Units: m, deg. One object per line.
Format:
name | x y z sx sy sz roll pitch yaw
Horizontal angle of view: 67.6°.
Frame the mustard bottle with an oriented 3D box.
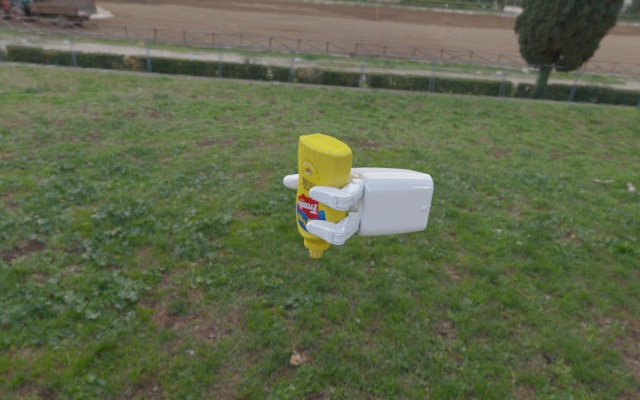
mustard bottle | 0.000 0.002 0.725 0.058 0.192 0.096 -15 32 -34
